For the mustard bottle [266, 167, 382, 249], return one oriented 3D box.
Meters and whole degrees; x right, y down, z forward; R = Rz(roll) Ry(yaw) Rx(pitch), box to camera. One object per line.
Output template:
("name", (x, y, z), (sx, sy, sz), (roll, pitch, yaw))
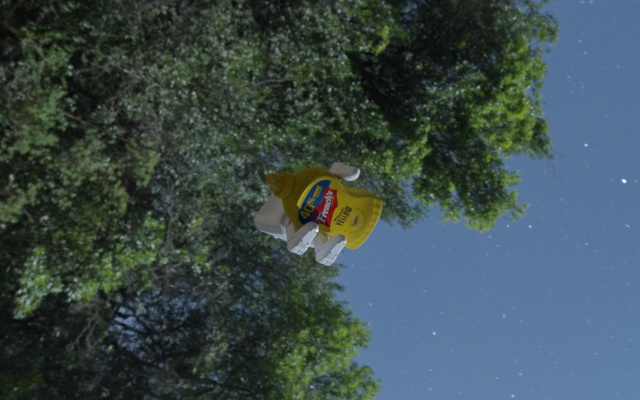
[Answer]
("mustard bottle", (0.000, 0.003, 0.738), (0.192, 0.096, 0.058), (25, 11, -30))
